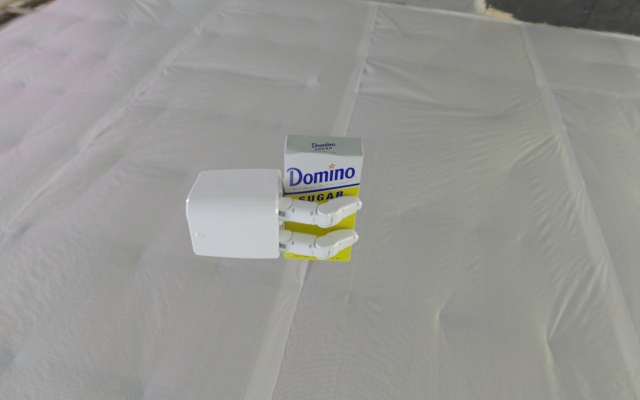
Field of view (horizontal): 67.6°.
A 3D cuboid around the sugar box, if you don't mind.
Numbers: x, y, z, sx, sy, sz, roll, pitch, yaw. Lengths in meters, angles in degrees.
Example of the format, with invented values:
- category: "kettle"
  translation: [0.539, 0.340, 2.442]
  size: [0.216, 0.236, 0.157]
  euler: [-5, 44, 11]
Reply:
- category: "sugar box"
  translation: [0.000, 0.002, 0.611]
  size: [0.093, 0.176, 0.048]
  euler: [2, 42, -1]
